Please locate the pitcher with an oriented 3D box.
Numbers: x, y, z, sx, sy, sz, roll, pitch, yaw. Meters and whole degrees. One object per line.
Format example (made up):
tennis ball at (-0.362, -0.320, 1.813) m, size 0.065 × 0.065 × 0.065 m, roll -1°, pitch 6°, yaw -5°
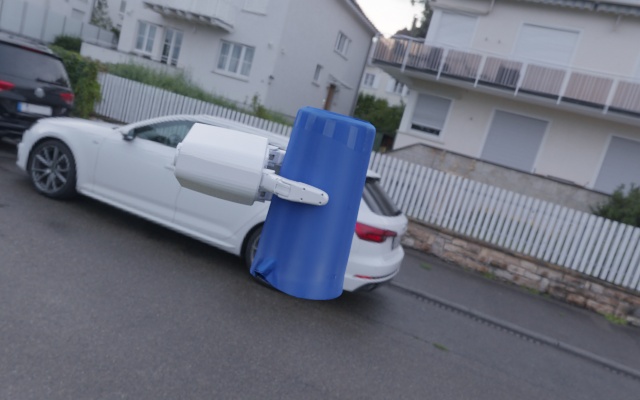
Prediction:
pitcher at (0.000, 0.002, 0.662) m, size 0.145 × 0.243 × 0.149 m, roll 14°, pitch 9°, yaw -8°
